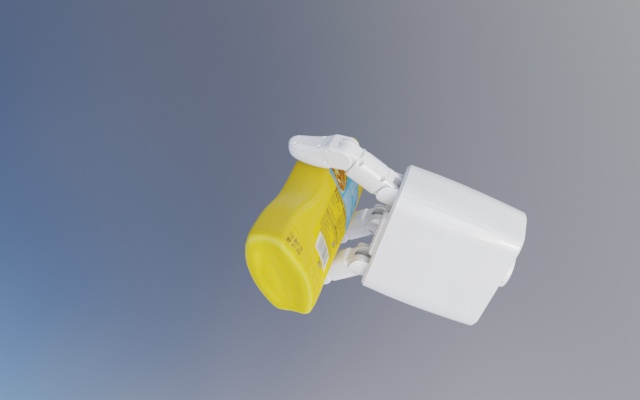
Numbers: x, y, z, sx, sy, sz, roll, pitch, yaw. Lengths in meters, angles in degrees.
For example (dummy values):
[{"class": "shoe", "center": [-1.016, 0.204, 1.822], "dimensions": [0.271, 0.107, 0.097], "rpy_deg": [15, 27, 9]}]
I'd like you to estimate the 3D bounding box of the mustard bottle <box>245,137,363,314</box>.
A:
[{"class": "mustard bottle", "center": [0.000, 0.002, 0.445], "dimensions": [0.058, 0.096, 0.191], "rpy_deg": [4, 43, 25]}]
